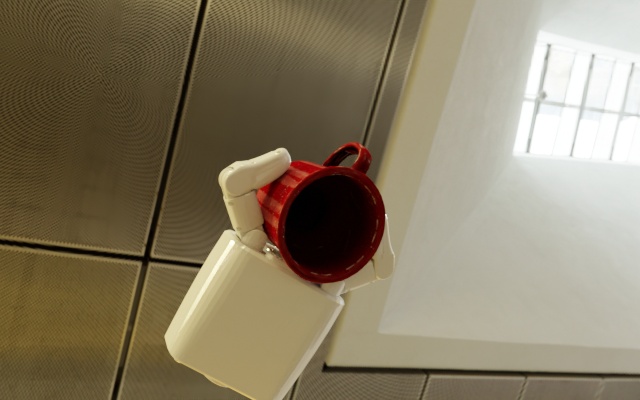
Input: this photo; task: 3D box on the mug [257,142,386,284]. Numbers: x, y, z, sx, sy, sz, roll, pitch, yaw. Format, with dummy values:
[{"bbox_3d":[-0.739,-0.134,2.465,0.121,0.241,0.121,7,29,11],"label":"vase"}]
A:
[{"bbox_3d":[0.001,0.000,0.401,0.093,0.117,0.081,32,-2,-28],"label":"mug"}]
